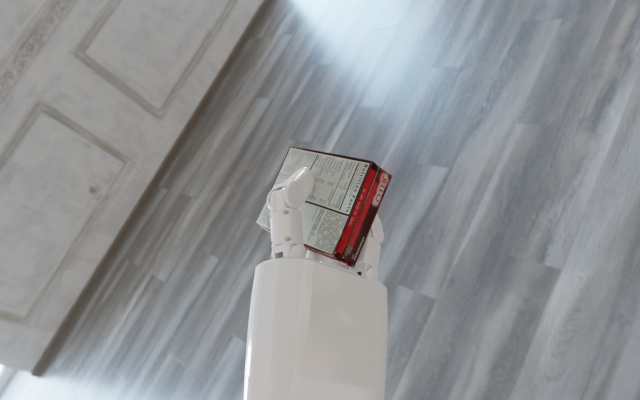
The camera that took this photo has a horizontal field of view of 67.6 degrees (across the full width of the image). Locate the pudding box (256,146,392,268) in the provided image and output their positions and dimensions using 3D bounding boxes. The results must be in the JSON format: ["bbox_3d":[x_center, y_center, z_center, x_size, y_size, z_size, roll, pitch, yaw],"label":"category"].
[{"bbox_3d":[0.000,0.001,0.444,0.113,0.090,0.039,17,-10,42],"label":"pudding box"}]
